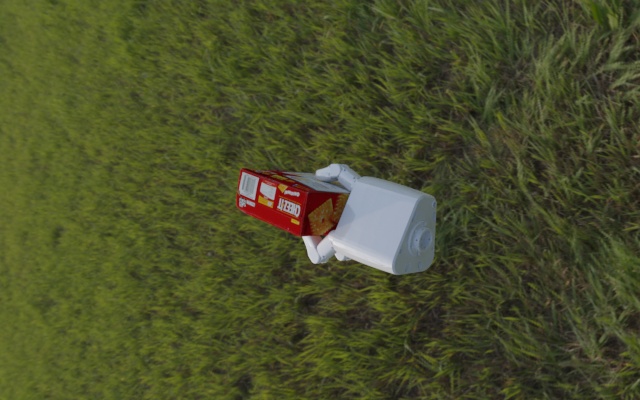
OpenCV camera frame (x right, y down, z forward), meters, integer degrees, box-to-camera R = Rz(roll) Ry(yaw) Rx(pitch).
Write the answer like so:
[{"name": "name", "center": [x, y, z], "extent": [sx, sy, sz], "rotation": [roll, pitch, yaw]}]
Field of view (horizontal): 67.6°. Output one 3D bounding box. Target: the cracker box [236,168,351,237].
[{"name": "cracker box", "center": [0.000, 0.002, 0.757], "extent": [0.214, 0.072, 0.164], "rotation": [2, 13, -44]}]
